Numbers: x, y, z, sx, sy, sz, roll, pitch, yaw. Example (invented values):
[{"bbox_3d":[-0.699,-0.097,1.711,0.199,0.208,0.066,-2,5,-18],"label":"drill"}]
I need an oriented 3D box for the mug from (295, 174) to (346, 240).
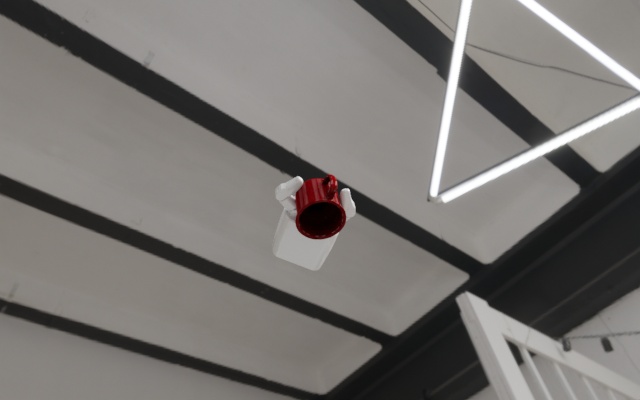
[{"bbox_3d":[0.001,0.002,0.884,0.093,0.117,0.081,13,34,-18],"label":"mug"}]
